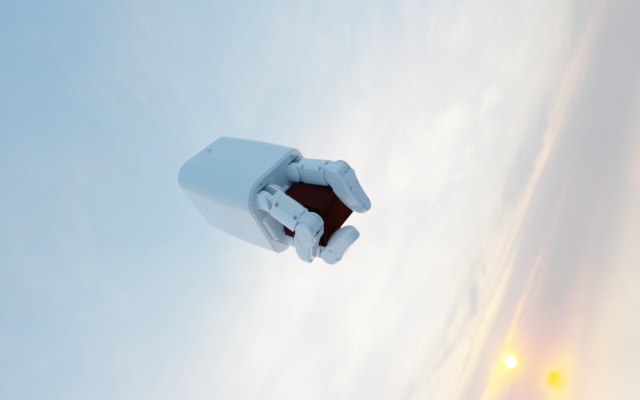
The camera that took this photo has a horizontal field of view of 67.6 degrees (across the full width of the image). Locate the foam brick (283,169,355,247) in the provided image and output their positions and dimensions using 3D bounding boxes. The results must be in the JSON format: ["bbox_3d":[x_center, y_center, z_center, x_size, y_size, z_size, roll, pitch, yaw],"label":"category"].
[{"bbox_3d":[0.000,0.002,0.515,0.051,0.053,0.078,15,42,29],"label":"foam brick"}]
